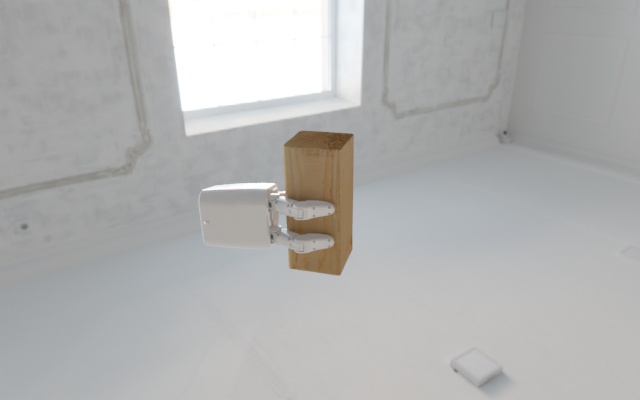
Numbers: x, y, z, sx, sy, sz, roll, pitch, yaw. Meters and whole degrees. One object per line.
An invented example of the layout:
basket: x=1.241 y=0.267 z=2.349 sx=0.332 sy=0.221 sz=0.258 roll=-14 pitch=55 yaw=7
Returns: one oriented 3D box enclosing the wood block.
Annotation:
wood block: x=0.000 y=0.002 z=0.756 sx=0.090 sy=0.206 sz=0.090 roll=6 pitch=25 yaw=14
